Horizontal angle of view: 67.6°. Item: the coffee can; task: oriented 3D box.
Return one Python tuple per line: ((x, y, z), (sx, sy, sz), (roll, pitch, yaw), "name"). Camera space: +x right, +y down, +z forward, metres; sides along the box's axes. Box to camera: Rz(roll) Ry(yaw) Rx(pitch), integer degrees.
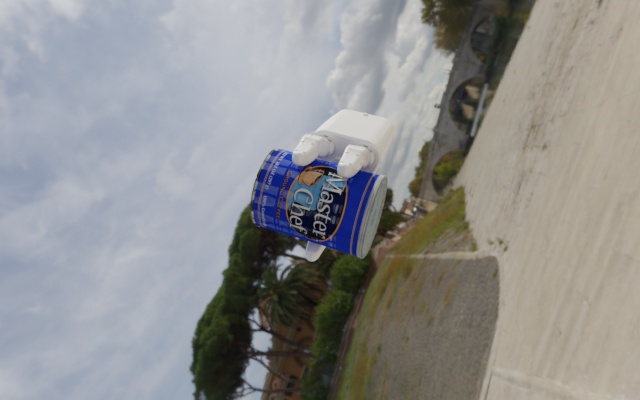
((0.000, 0.002, 0.583), (0.140, 0.103, 0.103), (16, 4, 14), "coffee can")
